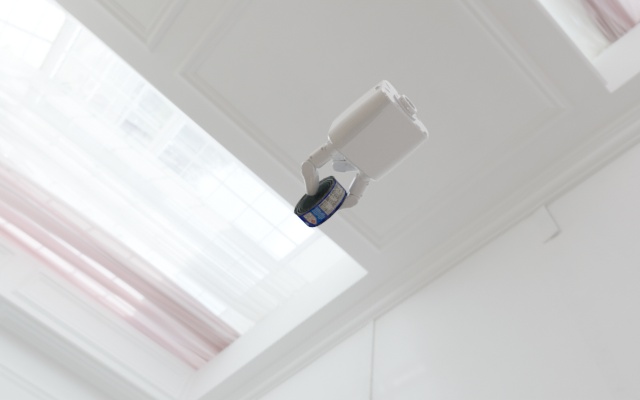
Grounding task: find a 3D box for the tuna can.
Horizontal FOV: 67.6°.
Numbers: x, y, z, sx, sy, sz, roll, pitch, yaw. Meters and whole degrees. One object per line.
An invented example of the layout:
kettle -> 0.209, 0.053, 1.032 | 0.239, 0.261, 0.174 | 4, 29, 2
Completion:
tuna can -> 0.000, 0.003, 0.751 | 0.034, 0.086, 0.086 | 46, -17, -16
